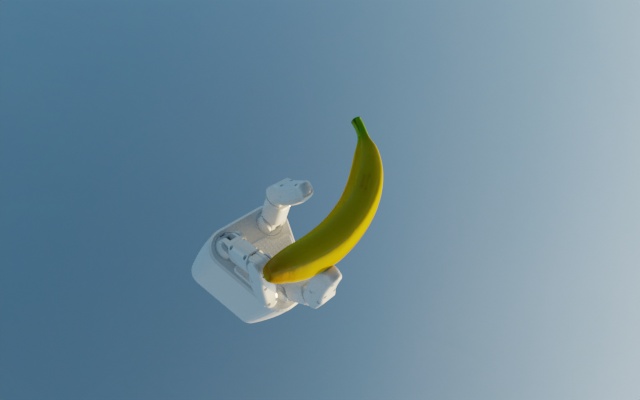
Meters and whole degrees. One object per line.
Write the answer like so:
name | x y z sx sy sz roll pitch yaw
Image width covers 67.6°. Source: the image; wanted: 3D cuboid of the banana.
banana | 0.016 0.010 0.451 0.069 0.197 0.037 35 -33 -10
